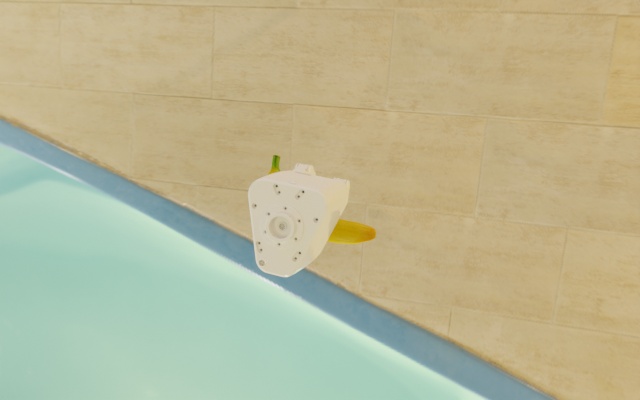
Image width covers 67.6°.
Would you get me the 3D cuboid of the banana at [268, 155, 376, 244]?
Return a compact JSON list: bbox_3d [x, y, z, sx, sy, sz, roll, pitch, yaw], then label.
[{"bbox_3d":[-0.013,0.015,0.707,0.198,0.069,0.037,38,10,8],"label":"banana"}]
